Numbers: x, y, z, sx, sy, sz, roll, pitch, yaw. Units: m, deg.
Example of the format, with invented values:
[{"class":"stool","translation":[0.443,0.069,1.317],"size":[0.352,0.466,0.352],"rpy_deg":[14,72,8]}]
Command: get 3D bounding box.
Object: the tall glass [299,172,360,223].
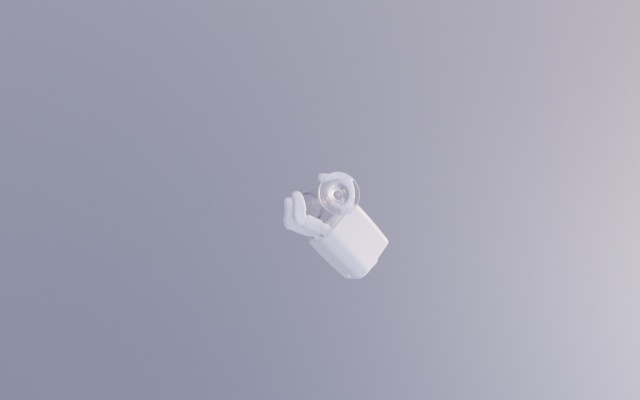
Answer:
[{"class":"tall glass","translation":[0.000,0.003,0.892],"size":[0.079,0.079,0.201],"rpy_deg":[0,-8,-19]}]
